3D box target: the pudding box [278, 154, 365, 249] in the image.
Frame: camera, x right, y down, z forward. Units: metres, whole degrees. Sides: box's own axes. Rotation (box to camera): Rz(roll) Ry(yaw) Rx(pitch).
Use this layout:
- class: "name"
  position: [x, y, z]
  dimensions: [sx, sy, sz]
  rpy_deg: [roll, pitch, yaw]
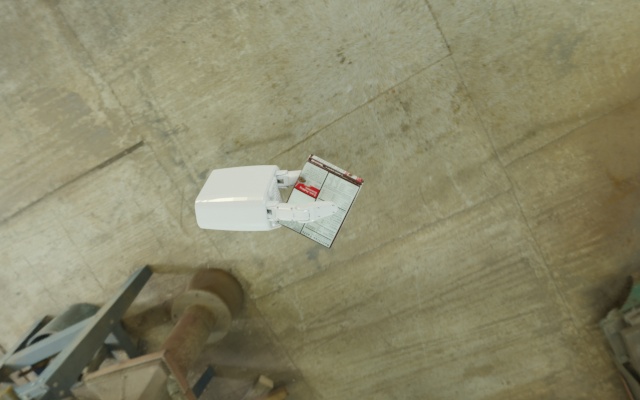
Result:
- class: "pudding box"
  position: [0.000, 0.002, 0.702]
  dimensions: [0.090, 0.113, 0.039]
  rpy_deg: [26, 21, 2]
